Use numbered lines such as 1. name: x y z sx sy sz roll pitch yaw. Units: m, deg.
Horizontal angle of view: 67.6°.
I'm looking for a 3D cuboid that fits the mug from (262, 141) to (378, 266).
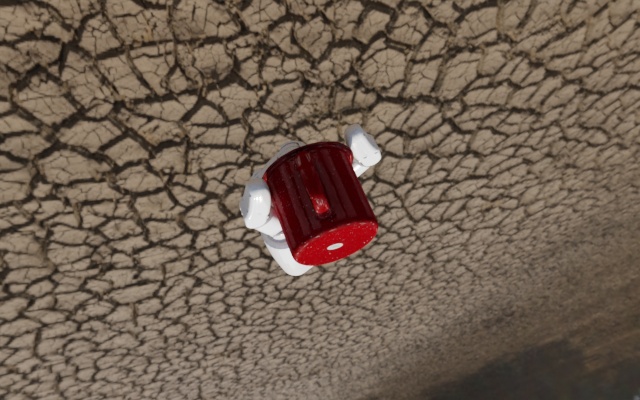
1. mug: 0.000 0.001 0.422 0.093 0.081 0.117 -21 -26 -3
